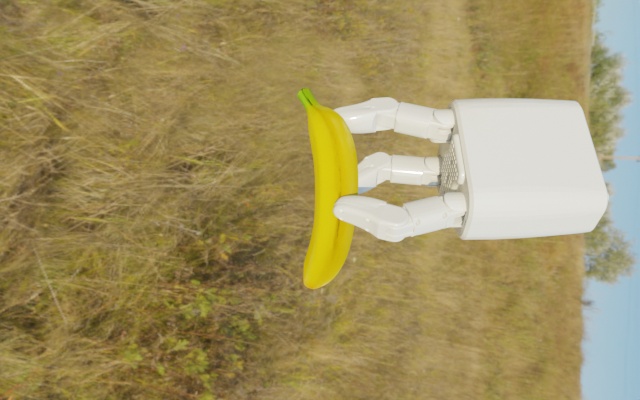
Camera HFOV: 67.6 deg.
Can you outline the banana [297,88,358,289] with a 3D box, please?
[{"bbox_3d":[0.007,0.005,0.424,0.037,0.198,0.069,-7,23,-20],"label":"banana"}]
